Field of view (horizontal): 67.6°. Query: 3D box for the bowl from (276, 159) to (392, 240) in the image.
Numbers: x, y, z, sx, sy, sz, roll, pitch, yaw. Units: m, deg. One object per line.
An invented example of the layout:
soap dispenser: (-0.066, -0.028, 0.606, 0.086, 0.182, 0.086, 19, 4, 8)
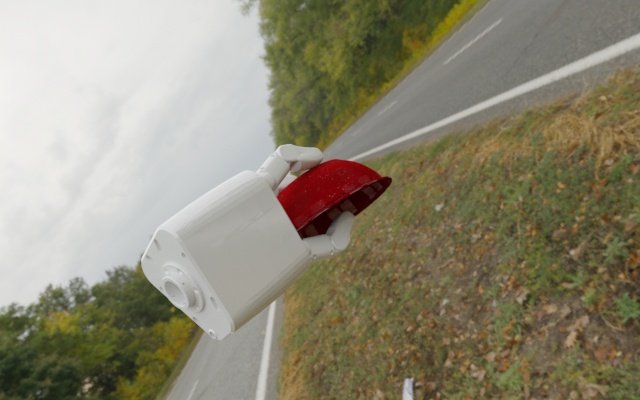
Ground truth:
bowl: (0.001, 0.001, 0.543, 0.162, 0.055, 0.162, -32, -12, -8)
